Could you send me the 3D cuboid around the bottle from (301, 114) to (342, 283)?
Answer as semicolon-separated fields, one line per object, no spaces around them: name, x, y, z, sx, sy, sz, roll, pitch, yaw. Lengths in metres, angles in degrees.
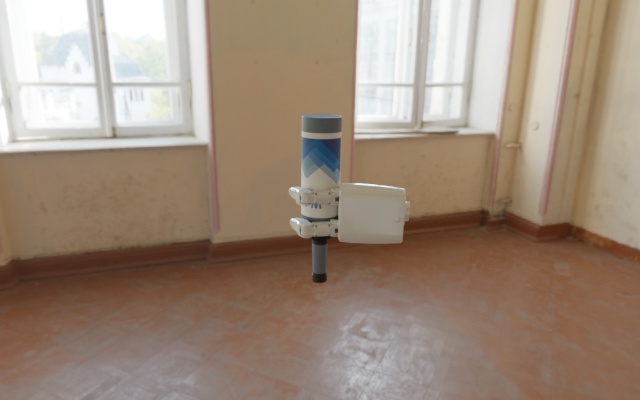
bottle;0.000;0.002;0.826;0.069;0.296;0.069;1;16;0
